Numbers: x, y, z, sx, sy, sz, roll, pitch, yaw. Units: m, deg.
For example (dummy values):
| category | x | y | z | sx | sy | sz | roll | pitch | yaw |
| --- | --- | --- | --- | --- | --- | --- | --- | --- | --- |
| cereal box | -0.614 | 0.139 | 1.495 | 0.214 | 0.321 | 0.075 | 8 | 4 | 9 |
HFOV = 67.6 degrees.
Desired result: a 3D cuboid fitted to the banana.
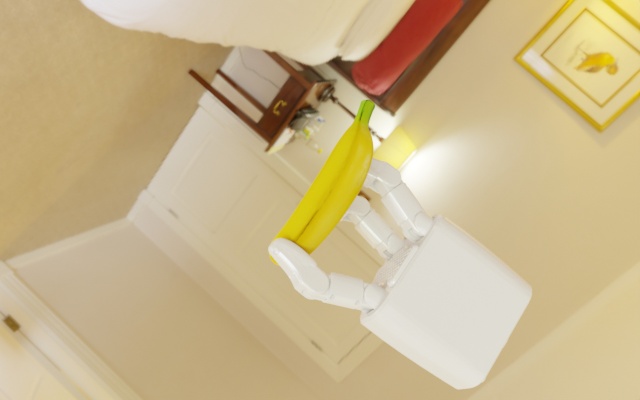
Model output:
| category | x | y | z | sx | sy | sz | roll | pitch | yaw |
| --- | --- | --- | --- | --- | --- | --- | --- | --- | --- |
| banana | -0.003 | 0.009 | 0.415 | 0.037 | 0.198 | 0.069 | 31 | 35 | -5 |
